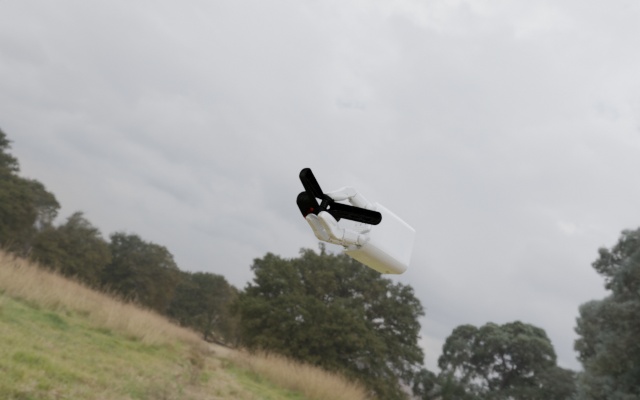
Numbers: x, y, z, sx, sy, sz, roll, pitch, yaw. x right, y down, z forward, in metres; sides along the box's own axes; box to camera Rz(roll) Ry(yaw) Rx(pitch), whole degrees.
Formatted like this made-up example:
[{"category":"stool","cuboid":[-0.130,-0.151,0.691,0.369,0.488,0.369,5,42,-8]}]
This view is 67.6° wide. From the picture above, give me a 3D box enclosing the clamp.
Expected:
[{"category":"clamp","cuboid":[0.000,0.002,0.888,0.164,0.036,0.210,35,-19,-18]}]
